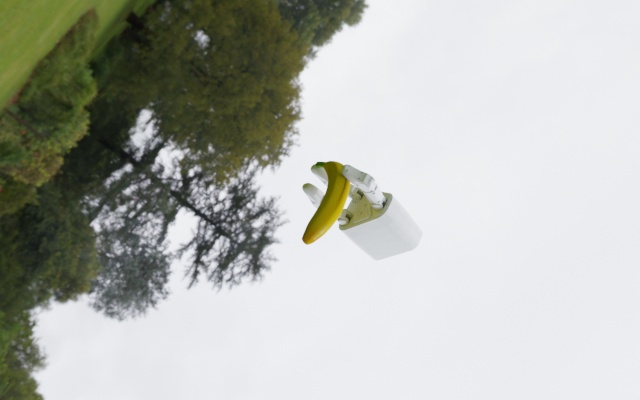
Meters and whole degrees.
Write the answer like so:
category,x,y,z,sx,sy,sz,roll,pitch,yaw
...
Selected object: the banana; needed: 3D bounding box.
category,x,y,z,sx,sy,sz,roll,pitch,yaw
banana,0.015,-0.007,0.786,0.069,0.197,0.037,-26,-58,29
